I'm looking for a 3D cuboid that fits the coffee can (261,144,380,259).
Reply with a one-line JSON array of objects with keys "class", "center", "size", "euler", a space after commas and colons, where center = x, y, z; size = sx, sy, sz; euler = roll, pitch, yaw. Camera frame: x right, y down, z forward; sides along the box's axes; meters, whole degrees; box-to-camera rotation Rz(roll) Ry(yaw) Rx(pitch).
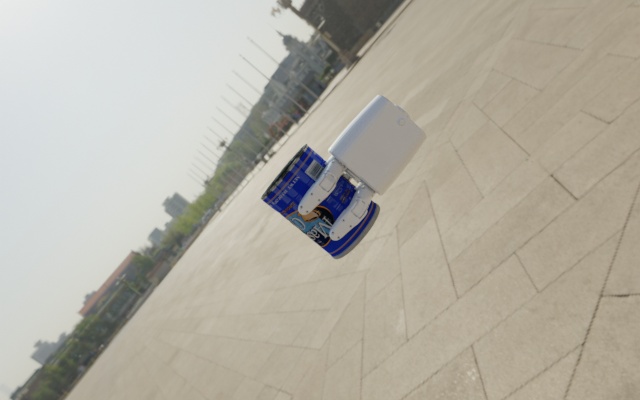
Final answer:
[{"class": "coffee can", "center": [0.000, 0.002, 0.690], "size": [0.140, 0.103, 0.103], "euler": [40, -8, -9]}]
